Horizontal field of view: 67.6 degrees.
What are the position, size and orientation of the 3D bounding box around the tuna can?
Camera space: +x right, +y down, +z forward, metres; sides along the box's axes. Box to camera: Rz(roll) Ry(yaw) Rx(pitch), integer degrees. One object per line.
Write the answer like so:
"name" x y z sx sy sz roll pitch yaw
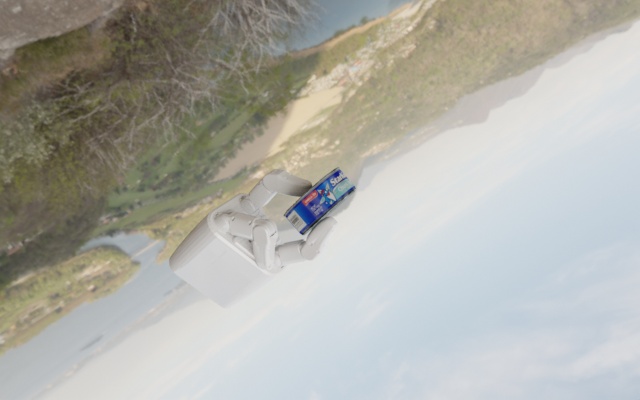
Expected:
"tuna can" 0.001 0.002 0.555 0.086 0.034 0.086 -41 -3 -3
